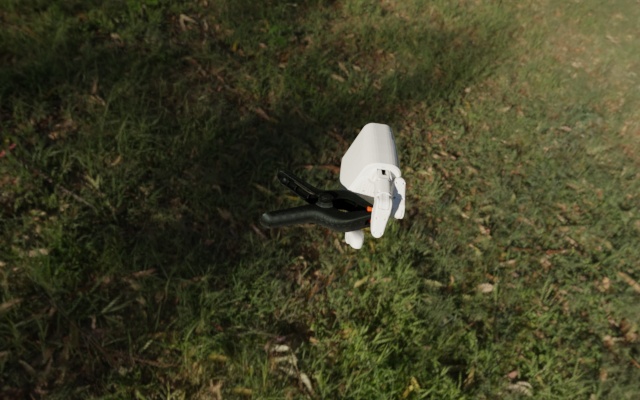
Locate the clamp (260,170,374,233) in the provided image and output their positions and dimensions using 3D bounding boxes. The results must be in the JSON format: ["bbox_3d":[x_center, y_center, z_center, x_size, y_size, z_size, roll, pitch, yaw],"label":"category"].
[{"bbox_3d":[0.000,0.002,0.713,0.171,0.120,0.039,7,-44,-6],"label":"clamp"}]
